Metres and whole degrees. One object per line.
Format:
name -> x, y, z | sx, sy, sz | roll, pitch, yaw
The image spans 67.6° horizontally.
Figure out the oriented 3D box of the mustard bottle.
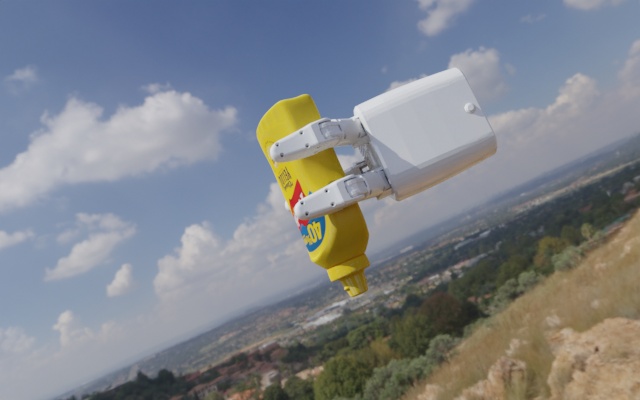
mustard bottle -> 0.000, 0.001, 0.466 | 0.058, 0.191, 0.096 | -20, -9, -24
